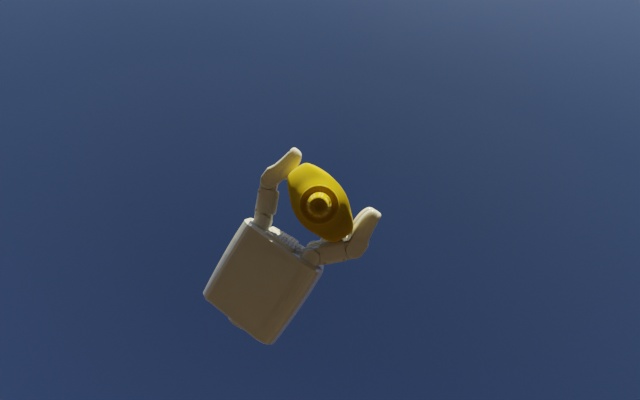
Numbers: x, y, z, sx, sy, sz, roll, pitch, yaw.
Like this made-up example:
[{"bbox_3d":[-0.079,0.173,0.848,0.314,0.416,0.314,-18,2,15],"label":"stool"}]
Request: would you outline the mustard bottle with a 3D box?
[{"bbox_3d":[0.000,0.002,0.558,0.058,0.096,0.191,-33,1,3],"label":"mustard bottle"}]
